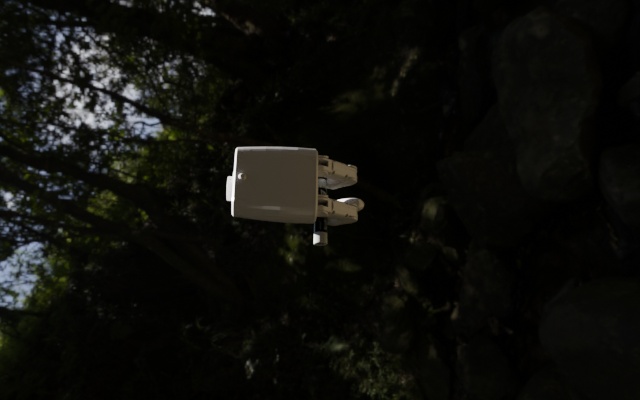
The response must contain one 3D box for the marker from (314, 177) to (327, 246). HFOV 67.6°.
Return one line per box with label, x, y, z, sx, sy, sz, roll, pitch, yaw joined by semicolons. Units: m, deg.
marker;0.000;0.002;0.665;0.020;0.121;0.020;0;-19;0
